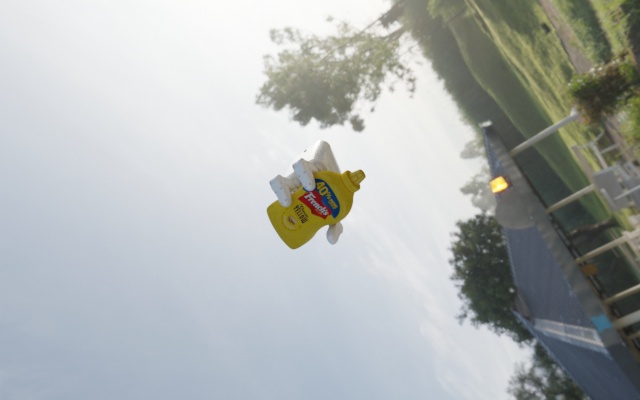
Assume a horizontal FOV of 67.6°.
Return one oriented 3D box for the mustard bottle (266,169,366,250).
[{"bbox_3d":[0.000,0.003,0.850,0.192,0.096,0.058,-34,-5,23],"label":"mustard bottle"}]
